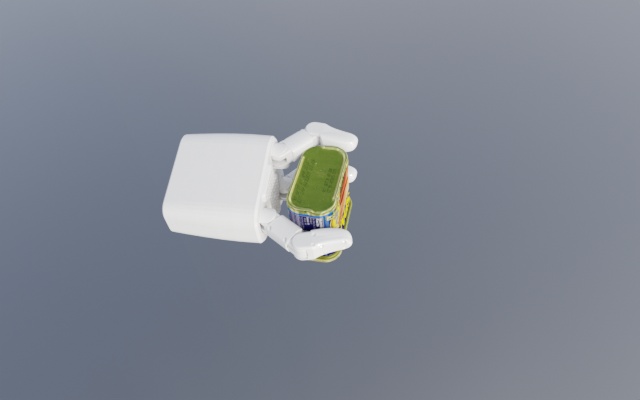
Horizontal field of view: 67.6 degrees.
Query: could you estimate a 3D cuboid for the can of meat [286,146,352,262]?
[{"bbox_3d":[0.000,0.002,0.527,0.057,0.102,0.084,7,-39,11],"label":"can of meat"}]
